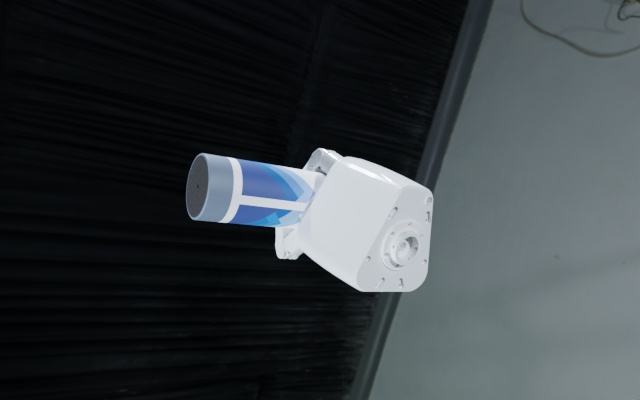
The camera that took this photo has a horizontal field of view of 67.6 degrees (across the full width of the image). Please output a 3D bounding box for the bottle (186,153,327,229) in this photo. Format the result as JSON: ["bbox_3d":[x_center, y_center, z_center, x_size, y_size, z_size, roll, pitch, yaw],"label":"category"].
[{"bbox_3d":[0.000,0.002,0.552,0.296,0.069,0.069,7,-4,-33],"label":"bottle"}]
